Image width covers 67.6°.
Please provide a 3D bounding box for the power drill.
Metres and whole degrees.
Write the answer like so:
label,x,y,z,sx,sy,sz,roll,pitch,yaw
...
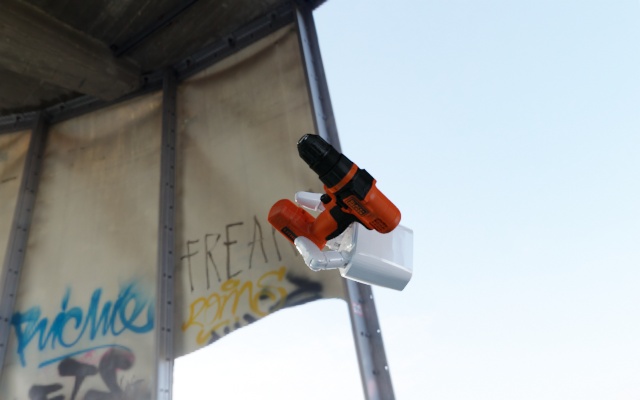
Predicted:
label,x,y,z,sx,sy,sz,roll,pitch,yaw
power drill,0.000,0.003,0.709,0.188,0.184,0.057,-32,20,47
